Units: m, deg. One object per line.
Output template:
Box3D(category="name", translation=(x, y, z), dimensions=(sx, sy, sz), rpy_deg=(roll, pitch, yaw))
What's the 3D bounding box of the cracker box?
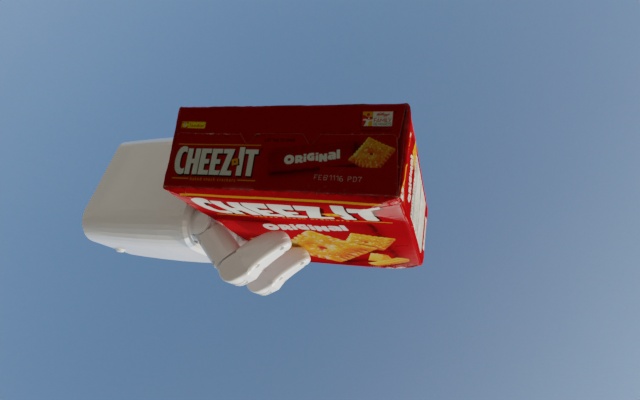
Box3D(category="cracker box", translation=(0.000, 0.001, 0.401), dimensions=(0.164, 0.072, 0.214), rpy_deg=(2, -18, 16))
